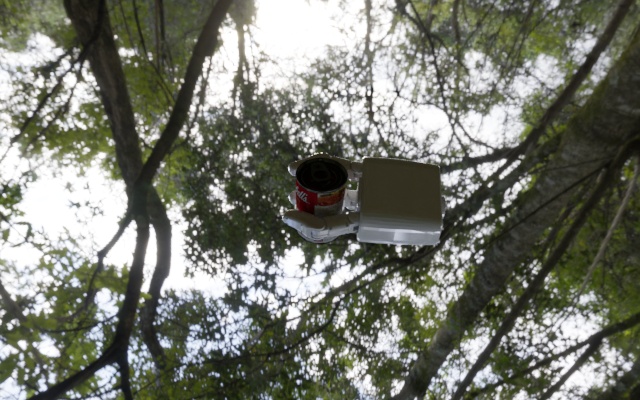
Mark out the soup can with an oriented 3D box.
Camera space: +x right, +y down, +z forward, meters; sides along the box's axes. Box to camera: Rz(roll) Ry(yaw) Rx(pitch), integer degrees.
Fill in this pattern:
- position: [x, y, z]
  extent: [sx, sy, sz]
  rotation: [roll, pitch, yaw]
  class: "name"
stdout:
- position: [0.000, 0.002, 0.649]
  extent: [0.068, 0.102, 0.068]
  rotation: [1, 44, -1]
  class: "soup can"
